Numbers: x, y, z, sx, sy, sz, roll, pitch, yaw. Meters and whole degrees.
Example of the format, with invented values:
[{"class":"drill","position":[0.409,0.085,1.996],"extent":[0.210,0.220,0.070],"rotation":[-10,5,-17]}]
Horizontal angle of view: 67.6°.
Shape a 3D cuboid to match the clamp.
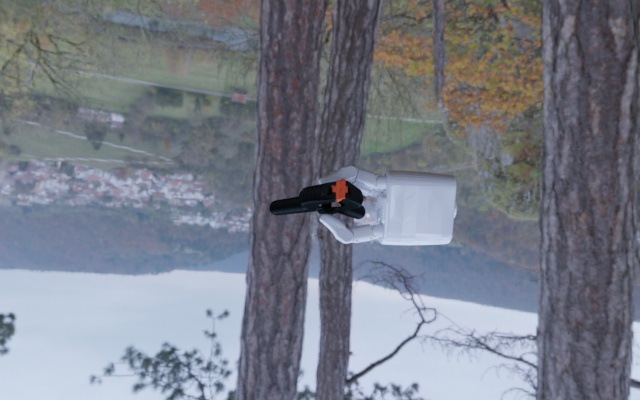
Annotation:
[{"class":"clamp","position":[0.000,0.003,0.732],"extent":[0.164,0.036,0.210],"rotation":[1,-10,-3]}]
